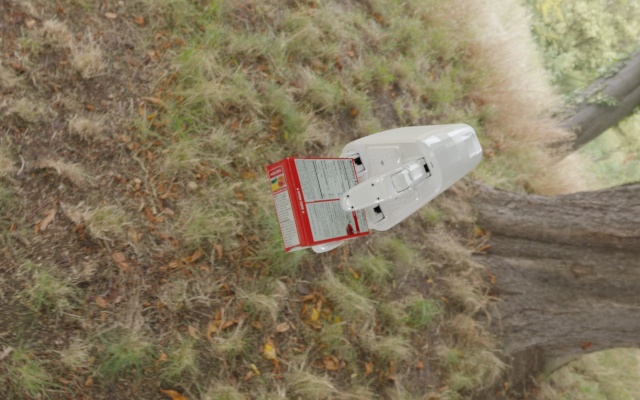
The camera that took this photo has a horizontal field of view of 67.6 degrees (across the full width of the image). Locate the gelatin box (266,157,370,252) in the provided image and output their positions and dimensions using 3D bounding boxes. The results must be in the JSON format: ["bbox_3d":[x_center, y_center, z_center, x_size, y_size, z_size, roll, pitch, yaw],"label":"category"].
[{"bbox_3d":[0.000,0.001,0.411,0.030,0.073,0.089,-19,-8,40],"label":"gelatin box"}]
